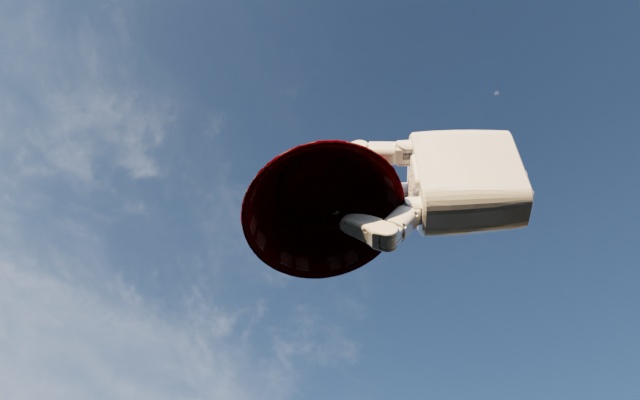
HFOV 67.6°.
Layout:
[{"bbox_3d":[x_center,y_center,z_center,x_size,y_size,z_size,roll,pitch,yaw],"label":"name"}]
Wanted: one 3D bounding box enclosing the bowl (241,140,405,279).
[{"bbox_3d":[-0.001,0.001,0.485,0.162,0.162,0.055,0,33,-11],"label":"bowl"}]
